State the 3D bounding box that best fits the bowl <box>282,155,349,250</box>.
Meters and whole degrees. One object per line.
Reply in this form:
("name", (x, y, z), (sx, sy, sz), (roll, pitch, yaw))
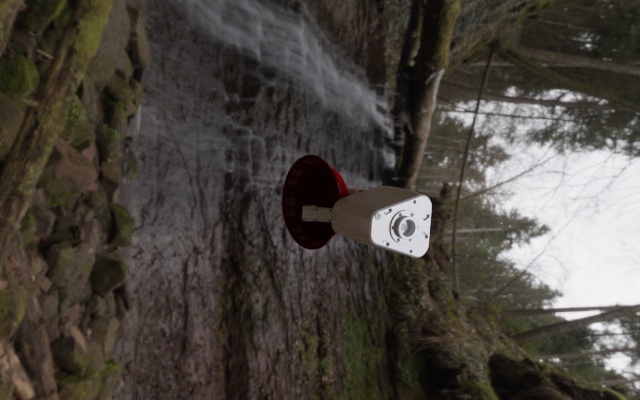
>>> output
("bowl", (0.000, 0.002, 0.827), (0.055, 0.162, 0.162), (-2, 1, -40))
